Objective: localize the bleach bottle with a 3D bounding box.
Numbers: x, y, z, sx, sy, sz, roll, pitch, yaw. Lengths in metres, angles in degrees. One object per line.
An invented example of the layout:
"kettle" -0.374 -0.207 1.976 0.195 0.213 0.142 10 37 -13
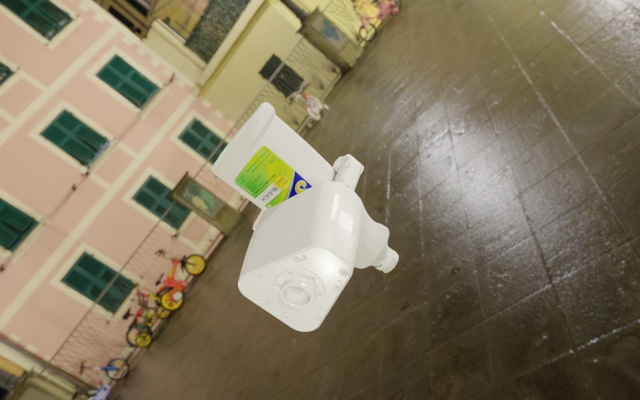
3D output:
"bleach bottle" 0.000 0.002 0.573 0.103 0.251 0.068 -43 18 31
